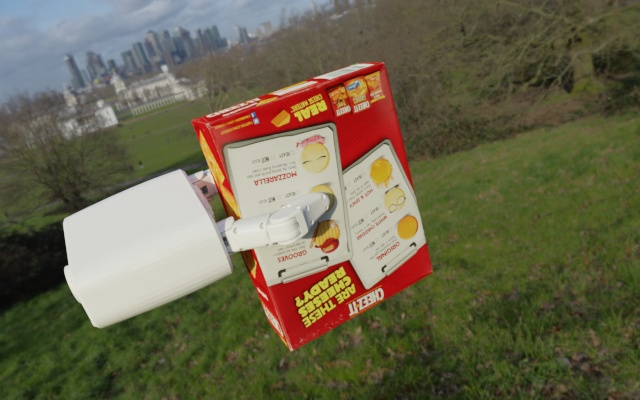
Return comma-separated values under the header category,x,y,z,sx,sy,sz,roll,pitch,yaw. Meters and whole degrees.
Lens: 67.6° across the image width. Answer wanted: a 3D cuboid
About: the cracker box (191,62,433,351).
category,x,y,z,sx,sy,sz,roll,pitch,yaw
cracker box,0.000,0.001,0.440,0.164,0.214,0.072,-24,21,-19
